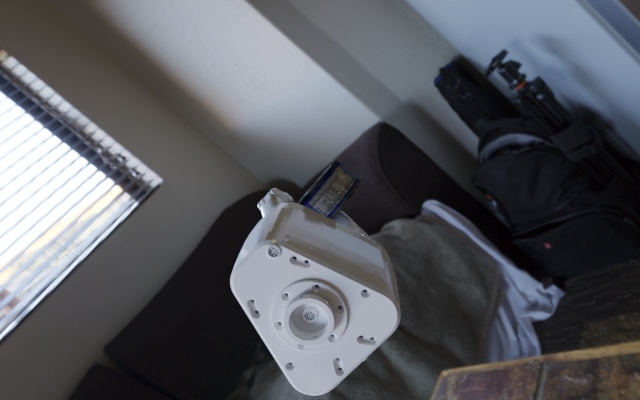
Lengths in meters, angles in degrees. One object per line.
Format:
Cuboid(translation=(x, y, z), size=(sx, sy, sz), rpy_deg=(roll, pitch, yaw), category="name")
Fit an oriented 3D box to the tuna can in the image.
Cuboid(translation=(0.000, 0.001, 0.482), size=(0.034, 0.086, 0.086), rpy_deg=(41, -3, -3), category="tuna can")
